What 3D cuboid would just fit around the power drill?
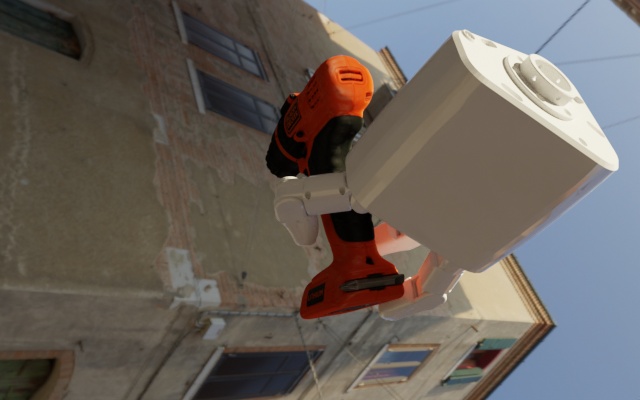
[{"bbox_3d":[0.000,0.002,0.405,0.057,0.187,0.184,-6,-15,-22],"label":"power drill"}]
